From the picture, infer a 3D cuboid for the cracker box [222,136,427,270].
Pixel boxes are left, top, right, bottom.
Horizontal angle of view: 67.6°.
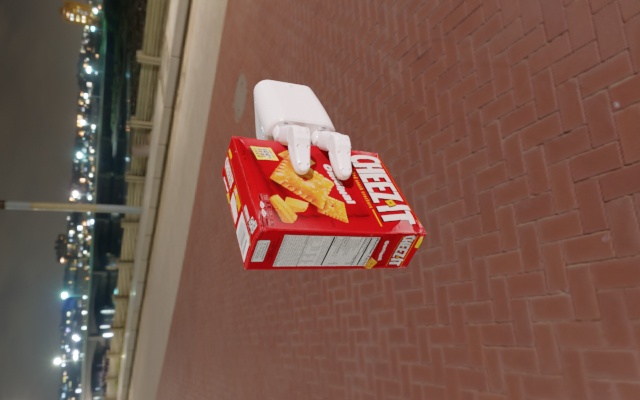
[{"bbox_3d":[0.000,0.002,0.589,0.214,0.072,0.164,3,41,-26],"label":"cracker box"}]
